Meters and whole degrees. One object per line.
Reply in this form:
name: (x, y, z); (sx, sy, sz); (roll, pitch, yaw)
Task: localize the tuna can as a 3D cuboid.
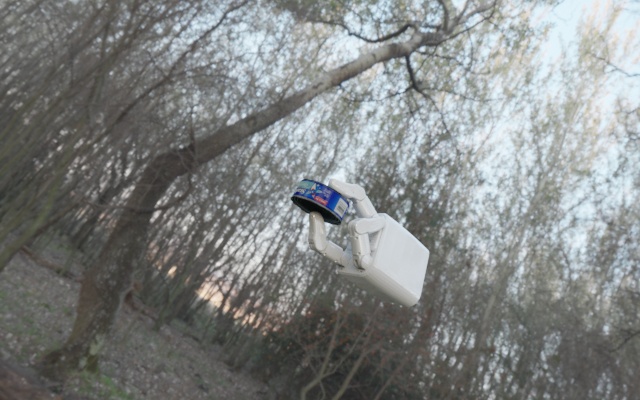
tuna can: (0.000, 0.002, 0.726); (0.086, 0.033, 0.086); (26, -15, 7)
